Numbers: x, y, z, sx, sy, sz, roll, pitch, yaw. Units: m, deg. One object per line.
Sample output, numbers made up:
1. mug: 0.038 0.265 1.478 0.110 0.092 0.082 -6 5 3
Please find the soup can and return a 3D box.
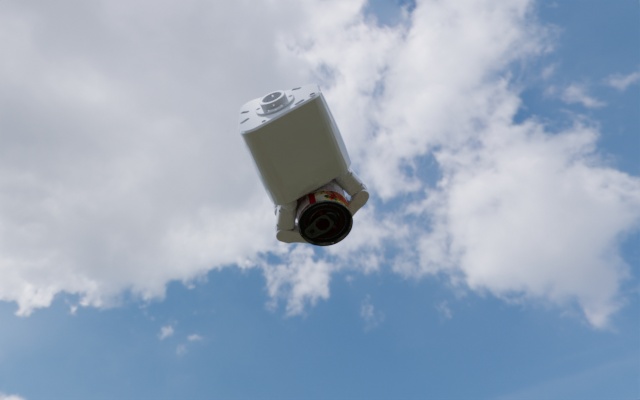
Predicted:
1. soup can: 0.000 0.002 0.621 0.068 0.068 0.102 0 33 -8
